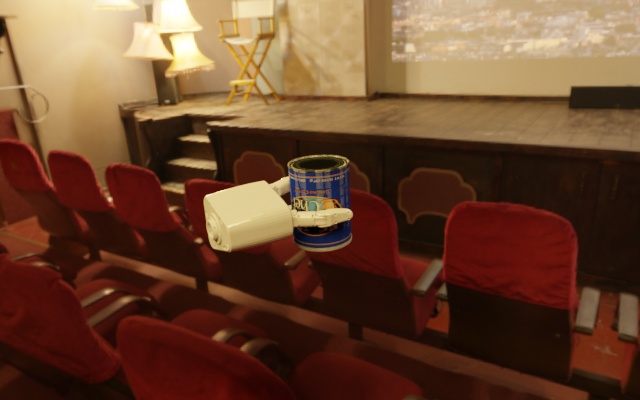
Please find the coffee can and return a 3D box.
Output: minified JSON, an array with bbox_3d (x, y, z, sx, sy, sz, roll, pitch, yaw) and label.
[{"bbox_3d":[0.000,0.003,0.811,0.103,0.140,0.102,-3,19,1],"label":"coffee can"}]
